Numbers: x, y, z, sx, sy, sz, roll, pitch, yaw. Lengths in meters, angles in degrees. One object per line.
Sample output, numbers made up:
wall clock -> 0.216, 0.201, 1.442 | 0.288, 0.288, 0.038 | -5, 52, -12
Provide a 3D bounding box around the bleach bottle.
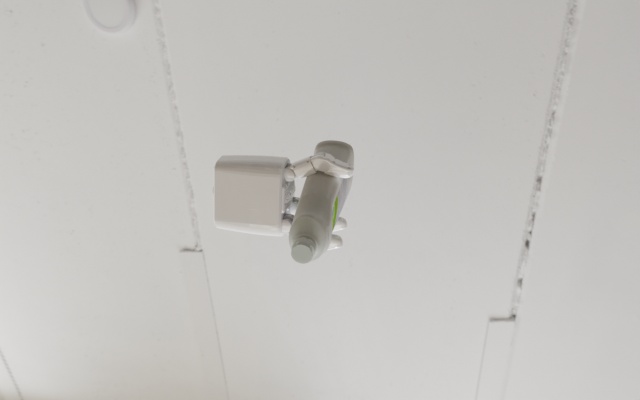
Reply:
bleach bottle -> 0.000, 0.002, 0.696 | 0.068, 0.103, 0.250 | 5, 28, 9
